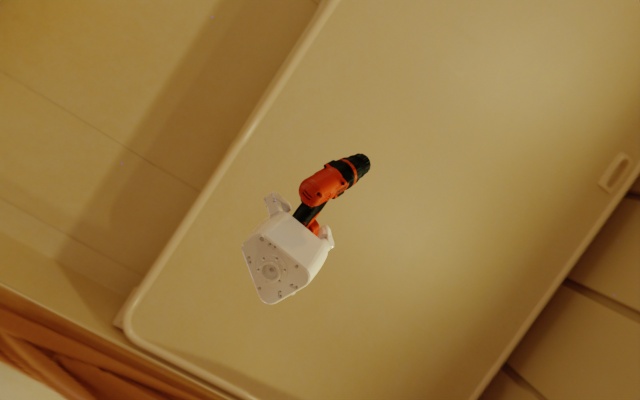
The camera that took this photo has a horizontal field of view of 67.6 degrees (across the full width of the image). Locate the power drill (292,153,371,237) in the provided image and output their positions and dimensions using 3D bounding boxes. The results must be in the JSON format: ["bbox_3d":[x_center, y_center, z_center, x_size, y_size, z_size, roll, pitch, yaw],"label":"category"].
[{"bbox_3d":[0.000,0.003,0.847,0.184,0.057,0.188,-29,-22,-48],"label":"power drill"}]
